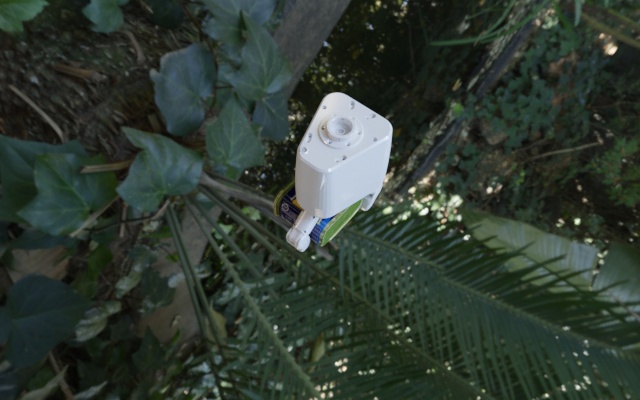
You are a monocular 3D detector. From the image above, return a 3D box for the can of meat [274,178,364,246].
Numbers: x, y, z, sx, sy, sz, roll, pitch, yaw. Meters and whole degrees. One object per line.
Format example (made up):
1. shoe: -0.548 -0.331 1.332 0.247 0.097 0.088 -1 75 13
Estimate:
1. can of meat: 0.000 0.002 0.662 0.084 0.102 0.057 36 -27 17
